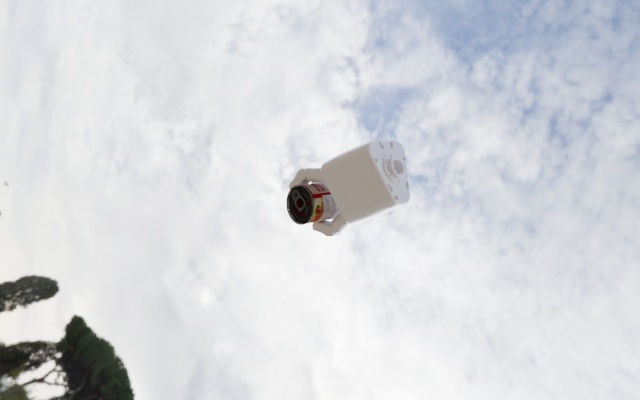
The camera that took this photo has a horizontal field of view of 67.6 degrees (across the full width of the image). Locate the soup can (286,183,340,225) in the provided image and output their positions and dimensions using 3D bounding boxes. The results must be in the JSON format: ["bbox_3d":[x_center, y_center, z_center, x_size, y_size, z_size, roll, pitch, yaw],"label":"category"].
[{"bbox_3d":[0.000,0.003,0.836,0.102,0.068,0.068,-8,5,-45],"label":"soup can"}]
